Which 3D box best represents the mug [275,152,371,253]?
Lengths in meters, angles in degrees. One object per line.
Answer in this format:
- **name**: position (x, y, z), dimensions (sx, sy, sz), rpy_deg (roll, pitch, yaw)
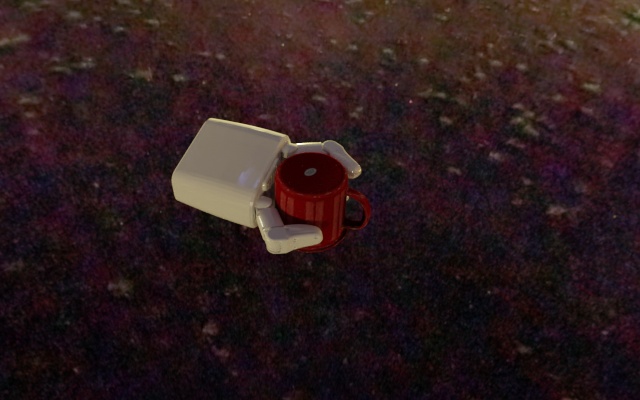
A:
- **mug**: position (0.001, 0.002, 0.546), dimensions (0.117, 0.082, 0.093), rpy_deg (15, 45, 12)
